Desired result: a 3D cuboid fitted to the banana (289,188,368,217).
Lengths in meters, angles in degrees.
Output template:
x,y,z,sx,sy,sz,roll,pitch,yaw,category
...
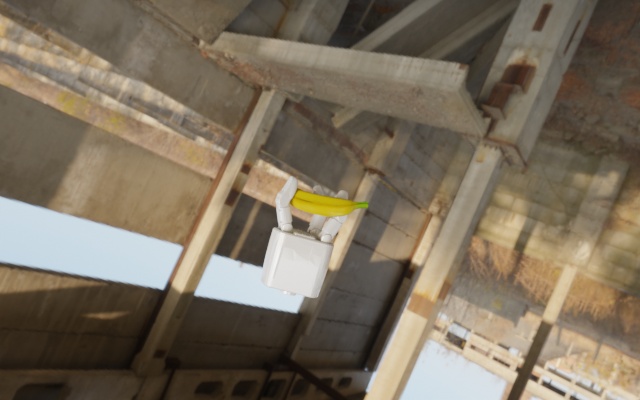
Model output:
x,y,z,sx,sy,sz,roll,pitch,yaw,category
-0.010,0.003,0.873,0.198,0.037,0.069,13,8,42,banana
